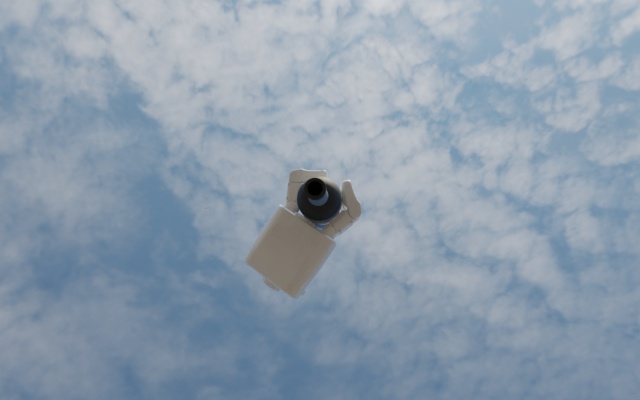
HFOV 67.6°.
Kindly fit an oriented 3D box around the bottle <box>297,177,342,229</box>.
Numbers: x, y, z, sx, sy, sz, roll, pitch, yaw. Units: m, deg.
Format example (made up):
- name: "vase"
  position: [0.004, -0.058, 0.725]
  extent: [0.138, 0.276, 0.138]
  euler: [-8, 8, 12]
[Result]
- name: "bottle"
  position: [0.000, 0.002, 0.734]
  extent: [0.069, 0.069, 0.296]
  euler: [0, -7, 3]
